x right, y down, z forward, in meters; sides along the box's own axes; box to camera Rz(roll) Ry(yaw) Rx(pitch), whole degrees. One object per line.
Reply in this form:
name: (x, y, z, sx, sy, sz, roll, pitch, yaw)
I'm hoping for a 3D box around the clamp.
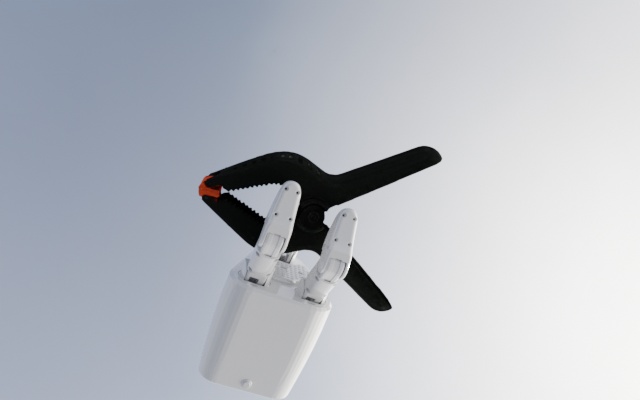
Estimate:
clamp: (-0.001, 0.001, 0.432, 0.210, 0.164, 0.036, 20, 12, -11)
